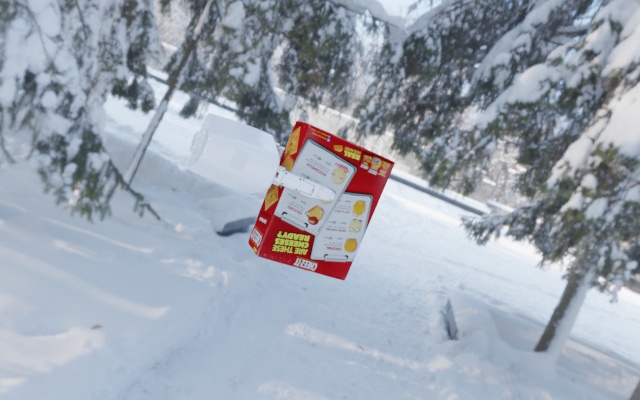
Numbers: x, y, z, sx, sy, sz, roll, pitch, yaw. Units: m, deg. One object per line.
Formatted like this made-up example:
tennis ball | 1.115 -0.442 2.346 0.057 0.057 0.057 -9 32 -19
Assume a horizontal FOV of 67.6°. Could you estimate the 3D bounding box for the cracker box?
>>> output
cracker box | 0.000 0.002 0.767 0.164 0.214 0.072 20 7 -25
